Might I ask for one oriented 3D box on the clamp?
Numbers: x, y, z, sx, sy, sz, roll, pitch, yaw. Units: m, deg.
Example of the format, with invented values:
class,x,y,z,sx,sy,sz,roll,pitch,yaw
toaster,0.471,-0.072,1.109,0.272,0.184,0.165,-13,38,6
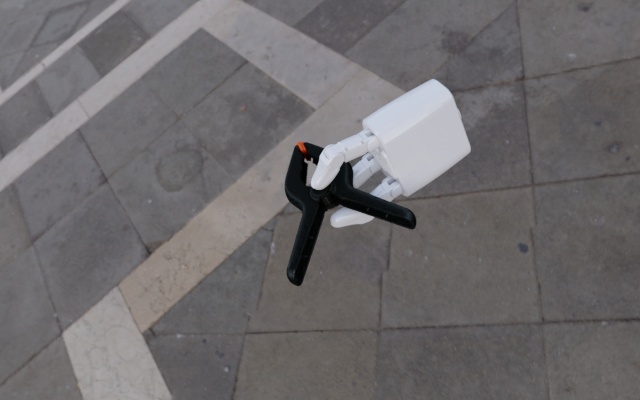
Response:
class,x,y,z,sx,sy,sz,roll,pitch,yaw
clamp,0.000,0.001,0.611,0.164,0.210,0.036,-31,-40,-4
